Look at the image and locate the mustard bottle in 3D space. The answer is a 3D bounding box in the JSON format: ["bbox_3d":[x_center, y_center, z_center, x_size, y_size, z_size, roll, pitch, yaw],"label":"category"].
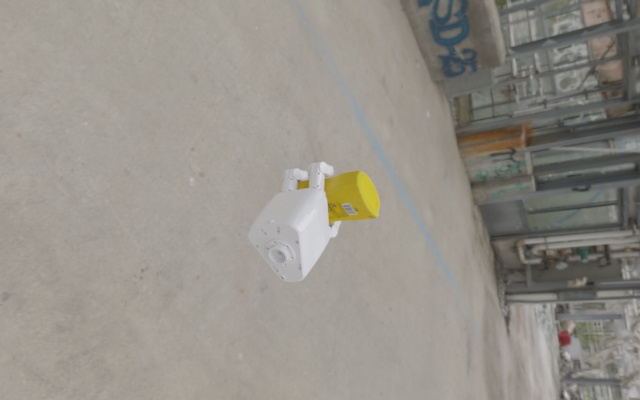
[{"bbox_3d":[0.000,0.002,0.836,0.191,0.058,0.096,-9,-40,28],"label":"mustard bottle"}]
